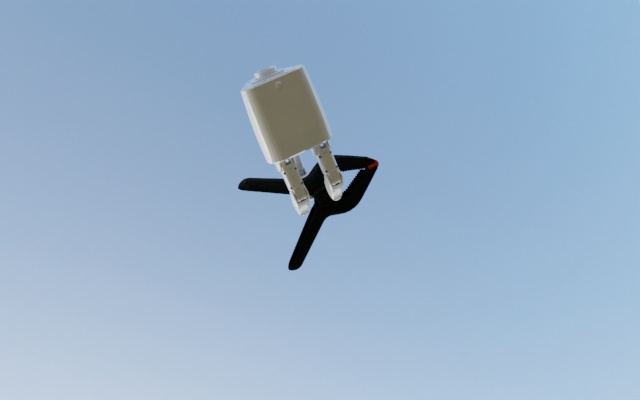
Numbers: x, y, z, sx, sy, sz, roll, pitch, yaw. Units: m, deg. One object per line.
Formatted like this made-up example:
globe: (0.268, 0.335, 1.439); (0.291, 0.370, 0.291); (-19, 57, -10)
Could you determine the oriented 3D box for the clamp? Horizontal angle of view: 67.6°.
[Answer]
clamp: (0.000, 0.002, 0.732); (0.210, 0.165, 0.036); (-26, 21, -11)
